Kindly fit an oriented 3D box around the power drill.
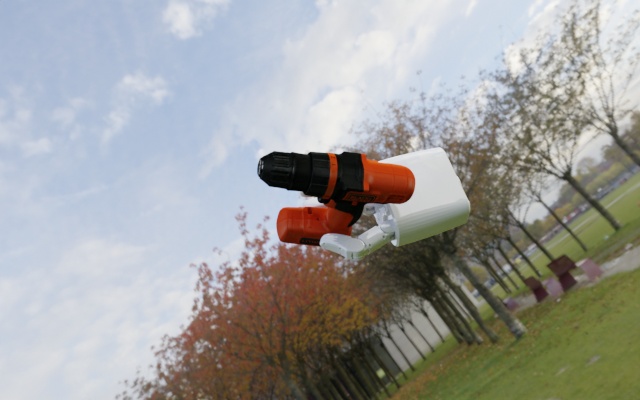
[{"bbox_3d":[0.000,0.002,0.598,0.184,0.057,0.188,8,-25,-15],"label":"power drill"}]
